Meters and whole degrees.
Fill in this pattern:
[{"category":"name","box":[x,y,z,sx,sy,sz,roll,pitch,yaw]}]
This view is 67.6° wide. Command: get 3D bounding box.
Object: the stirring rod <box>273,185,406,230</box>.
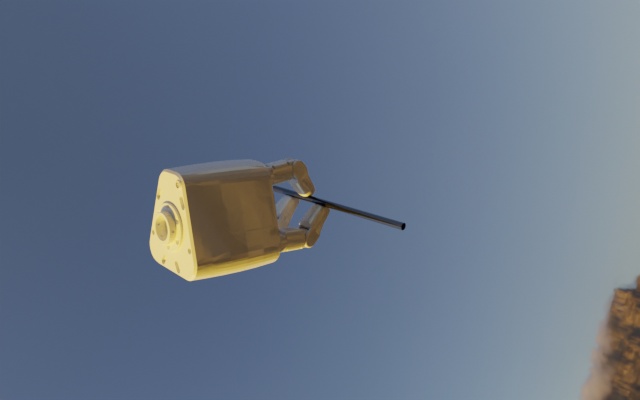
[{"category":"stirring rod","box":[0.000,0.002,0.575,0.239,0.011,0.011,16,11,42]}]
